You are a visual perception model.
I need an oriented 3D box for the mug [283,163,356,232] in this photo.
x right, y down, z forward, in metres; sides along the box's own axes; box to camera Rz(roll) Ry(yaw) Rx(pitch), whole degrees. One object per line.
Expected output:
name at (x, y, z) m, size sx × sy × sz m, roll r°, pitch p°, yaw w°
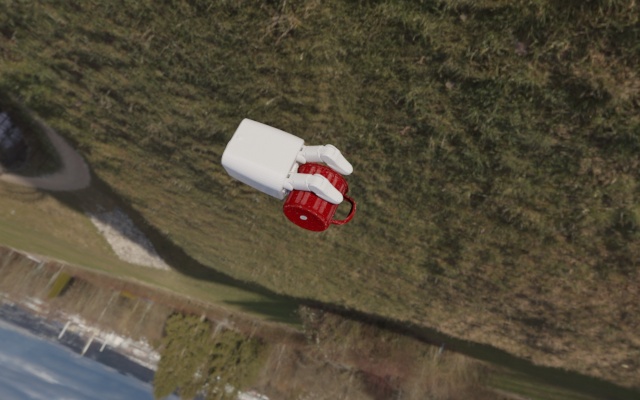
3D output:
mug at (0.001, 0.003, 0.784) m, size 0.117 × 0.081 × 0.093 m, roll 23°, pitch -26°, yaw 3°
